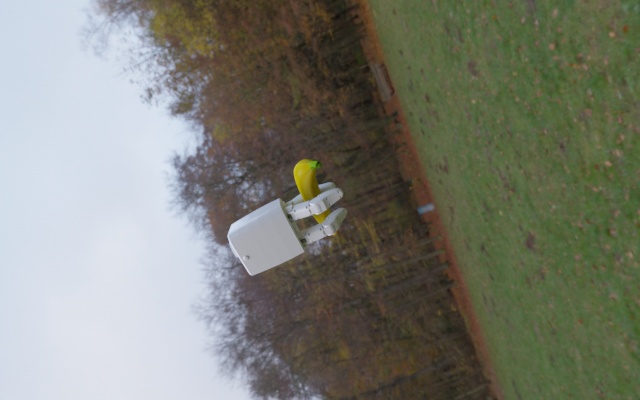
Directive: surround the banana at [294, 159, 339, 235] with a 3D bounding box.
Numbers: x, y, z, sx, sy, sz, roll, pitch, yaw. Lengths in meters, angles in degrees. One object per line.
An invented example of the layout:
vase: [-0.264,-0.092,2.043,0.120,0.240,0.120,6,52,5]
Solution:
banana: [-0.011,-0.010,0.849,0.037,0.198,0.069,-34,52,-12]
